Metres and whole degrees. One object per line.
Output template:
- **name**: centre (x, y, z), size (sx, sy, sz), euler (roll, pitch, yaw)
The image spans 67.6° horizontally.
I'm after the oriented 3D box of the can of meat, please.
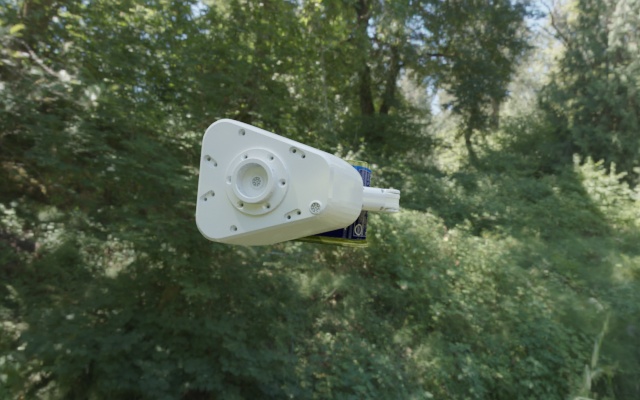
- **can of meat**: centre (0.000, 0.001, 0.490), size (0.102, 0.084, 0.057), euler (4, -2, 17)
